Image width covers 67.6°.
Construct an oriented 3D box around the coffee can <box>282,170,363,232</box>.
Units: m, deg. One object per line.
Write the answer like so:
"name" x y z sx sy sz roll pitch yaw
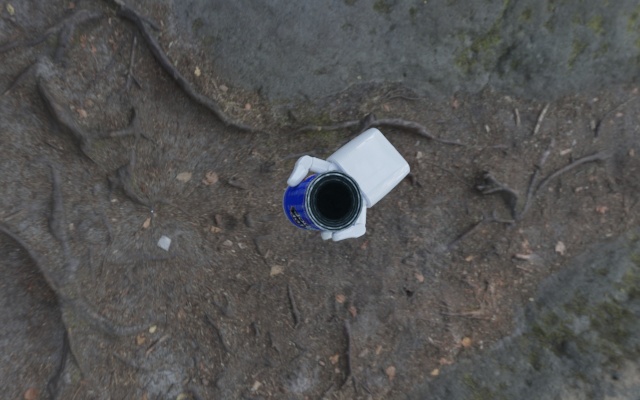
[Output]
"coffee can" 0.000 0.003 0.842 0.103 0.103 0.140 0 -1 -20
